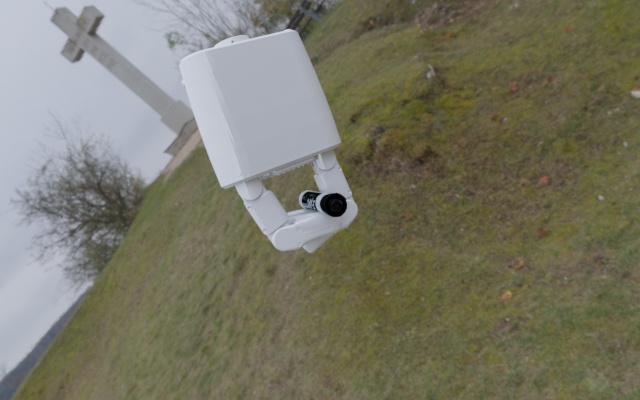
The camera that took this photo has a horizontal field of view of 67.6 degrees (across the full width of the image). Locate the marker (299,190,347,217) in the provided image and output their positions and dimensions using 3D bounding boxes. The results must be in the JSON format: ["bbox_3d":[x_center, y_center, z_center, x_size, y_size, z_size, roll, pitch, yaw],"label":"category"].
[{"bbox_3d":[0.000,0.001,0.417,0.020,0.020,0.121,0,2,-12],"label":"marker"}]
